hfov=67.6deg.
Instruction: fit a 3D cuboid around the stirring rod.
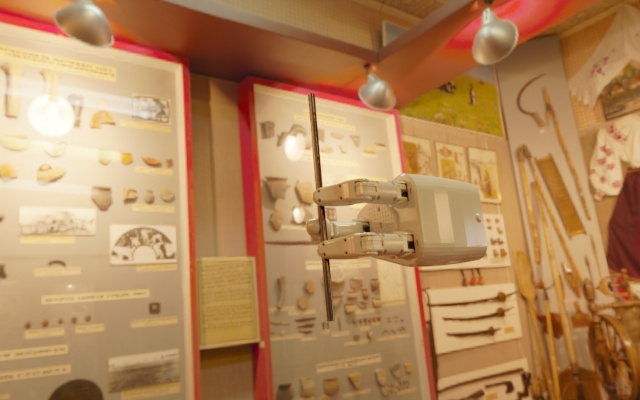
[{"bbox_3d":[0.000,0.002,0.495,0.011,0.239,0.011,-5,-12,-1],"label":"stirring rod"}]
